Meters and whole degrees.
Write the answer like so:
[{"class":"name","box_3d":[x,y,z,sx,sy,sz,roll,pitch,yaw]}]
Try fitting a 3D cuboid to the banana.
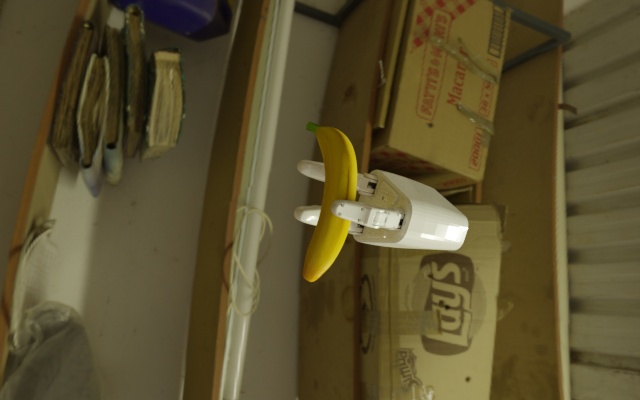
[{"class":"banana","box_3d":[0.012,-0.004,0.561,0.037,0.197,0.069,13,-18,-38]}]
